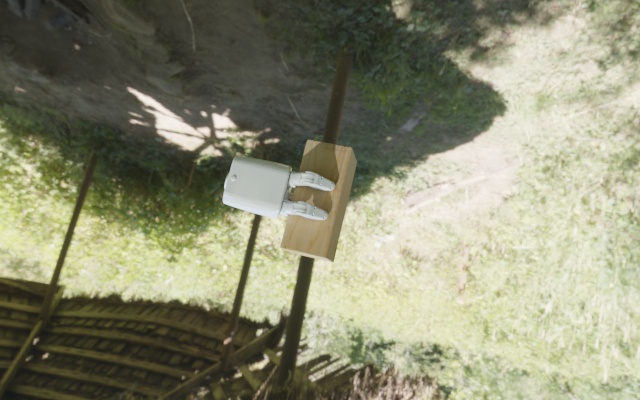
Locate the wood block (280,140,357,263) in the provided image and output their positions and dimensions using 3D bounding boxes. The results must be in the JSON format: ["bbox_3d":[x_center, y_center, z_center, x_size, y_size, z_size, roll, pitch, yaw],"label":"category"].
[{"bbox_3d":[0.000,0.003,0.898,0.090,0.206,0.091,12,-10,12],"label":"wood block"}]
